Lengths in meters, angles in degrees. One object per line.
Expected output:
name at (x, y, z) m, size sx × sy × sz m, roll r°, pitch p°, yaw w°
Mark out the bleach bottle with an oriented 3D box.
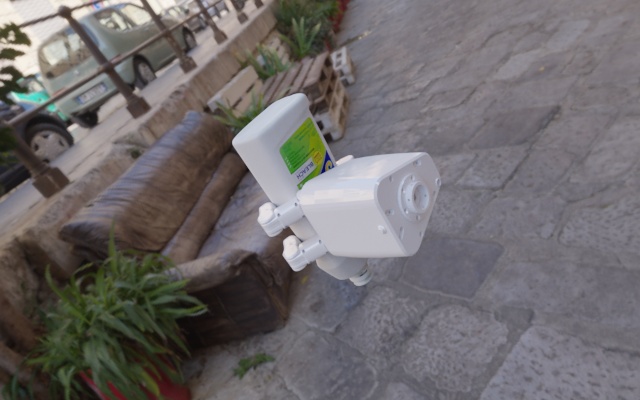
bleach bottle at (0.000, 0.002, 0.591) m, size 0.068 × 0.251 × 0.102 m, roll -4°, pitch 37°, yaw 47°
